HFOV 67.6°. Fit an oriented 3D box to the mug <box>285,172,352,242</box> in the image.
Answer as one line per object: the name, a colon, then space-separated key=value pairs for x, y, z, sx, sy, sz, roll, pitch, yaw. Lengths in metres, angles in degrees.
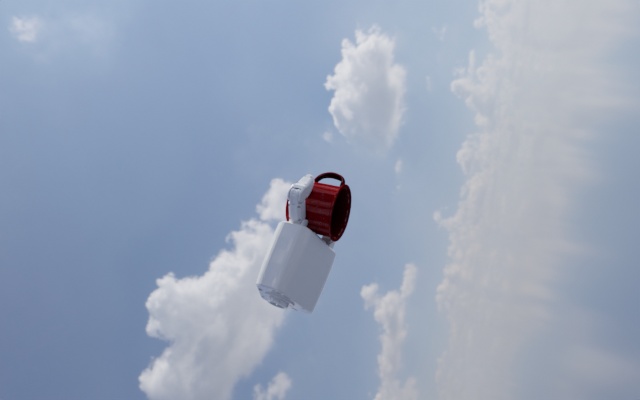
mug: x=0.000 y=0.001 z=0.774 sx=0.081 sy=0.117 sz=0.093 roll=12 pitch=-26 yaw=21
